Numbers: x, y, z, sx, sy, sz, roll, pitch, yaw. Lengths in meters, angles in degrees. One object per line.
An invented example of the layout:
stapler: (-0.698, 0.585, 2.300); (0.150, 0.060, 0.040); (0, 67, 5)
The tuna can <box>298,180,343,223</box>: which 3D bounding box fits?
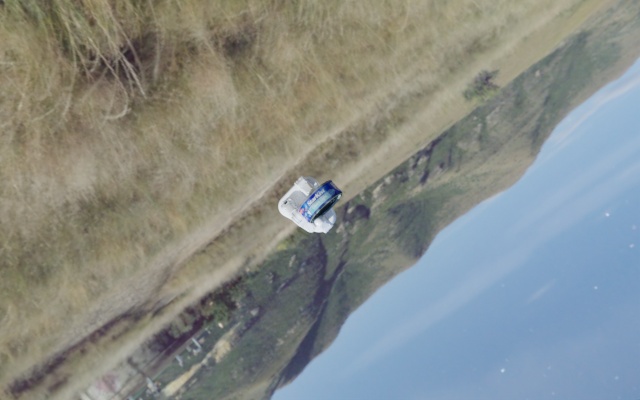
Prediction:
tuna can: (0.001, 0.003, 0.889); (0.086, 0.033, 0.086); (-41, -10, -9)
